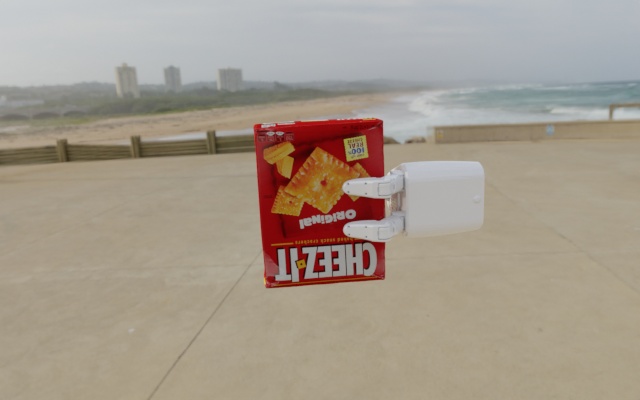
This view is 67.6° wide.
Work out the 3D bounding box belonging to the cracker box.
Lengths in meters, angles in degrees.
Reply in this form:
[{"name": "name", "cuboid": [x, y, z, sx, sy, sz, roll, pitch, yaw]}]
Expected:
[{"name": "cracker box", "cuboid": [0.000, 0.002, 0.633, 0.164, 0.214, 0.072, -4, 12, -4]}]
